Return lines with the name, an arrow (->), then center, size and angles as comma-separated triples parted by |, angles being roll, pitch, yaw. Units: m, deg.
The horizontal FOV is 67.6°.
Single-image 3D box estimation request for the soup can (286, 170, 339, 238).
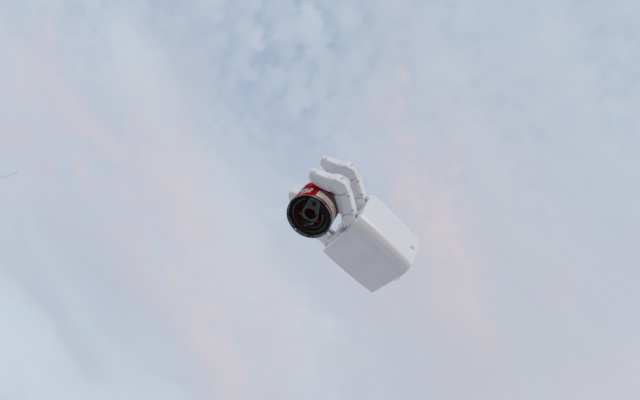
soup can -> 0.000, 0.002, 0.710 | 0.068, 0.068, 0.102 | 0, 24, 21
